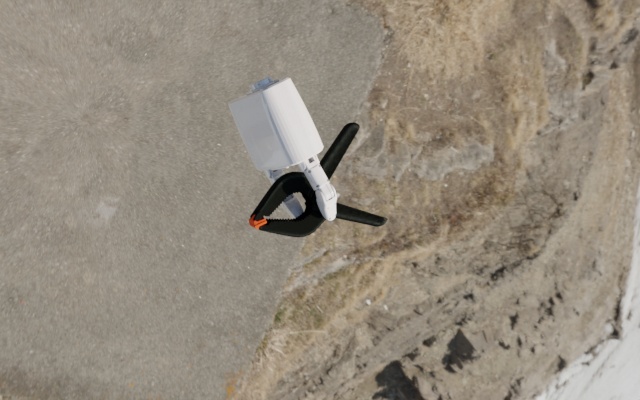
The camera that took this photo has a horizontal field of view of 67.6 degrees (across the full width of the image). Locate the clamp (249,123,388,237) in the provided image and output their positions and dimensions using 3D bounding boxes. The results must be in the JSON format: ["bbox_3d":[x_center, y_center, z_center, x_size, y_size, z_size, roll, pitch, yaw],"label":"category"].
[{"bbox_3d":[0.000,0.002,0.694,0.210,0.164,0.036,-31,15,-19],"label":"clamp"}]
